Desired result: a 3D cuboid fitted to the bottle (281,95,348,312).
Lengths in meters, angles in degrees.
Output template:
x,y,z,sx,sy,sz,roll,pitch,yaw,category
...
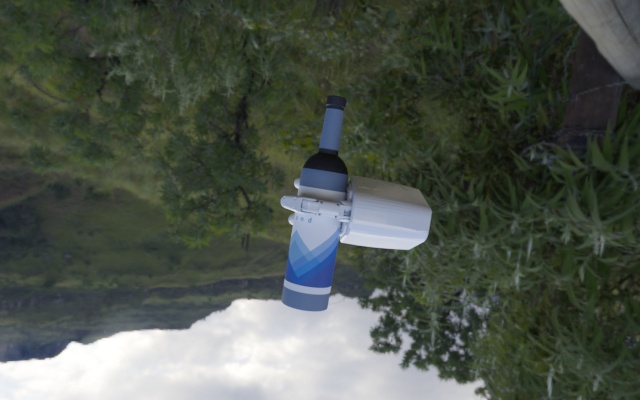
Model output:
x,y,z,sx,sy,sz,roll,pitch,yaw,category
0.000,0.002,0.669,0.069,0.296,0.069,9,2,0,bottle
